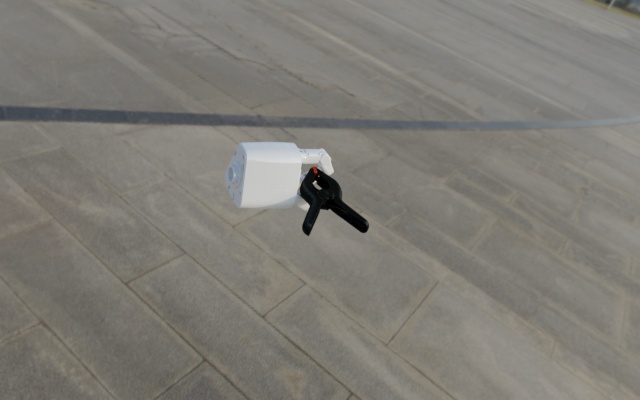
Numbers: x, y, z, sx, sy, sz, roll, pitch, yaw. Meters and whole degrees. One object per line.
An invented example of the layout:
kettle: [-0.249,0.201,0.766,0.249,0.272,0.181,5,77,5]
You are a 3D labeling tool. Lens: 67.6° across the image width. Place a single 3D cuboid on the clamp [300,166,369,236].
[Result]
clamp: [0.000,0.002,0.857,0.120,0.039,0.171,-3,40,-31]
